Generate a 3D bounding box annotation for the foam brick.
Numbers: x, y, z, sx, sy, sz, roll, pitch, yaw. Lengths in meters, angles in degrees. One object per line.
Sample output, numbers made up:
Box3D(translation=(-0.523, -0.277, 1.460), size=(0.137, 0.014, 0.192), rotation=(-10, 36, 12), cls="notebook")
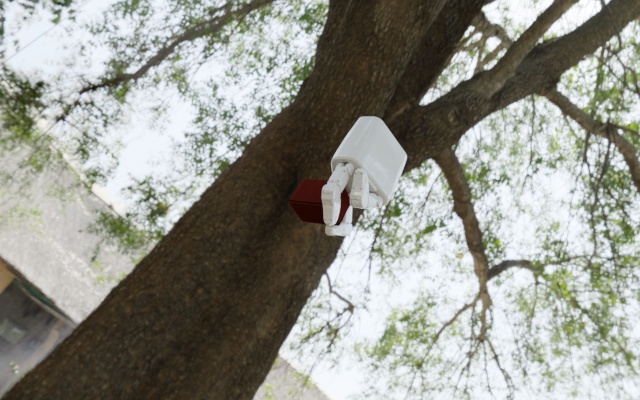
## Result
Box3D(translation=(0.000, 0.003, 0.772), size=(0.078, 0.051, 0.053), rotation=(6, -38, 34), cls="foam brick")
